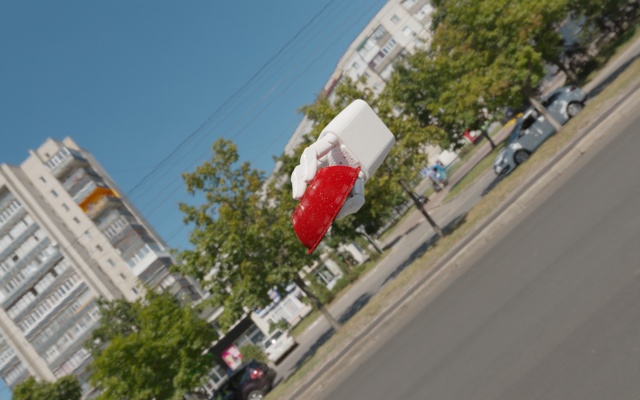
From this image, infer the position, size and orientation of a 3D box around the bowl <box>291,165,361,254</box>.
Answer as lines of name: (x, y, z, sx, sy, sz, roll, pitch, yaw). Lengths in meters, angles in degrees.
bowl: (-0.001, 0.003, 0.751, 0.055, 0.162, 0.162, 30, -2, -3)
